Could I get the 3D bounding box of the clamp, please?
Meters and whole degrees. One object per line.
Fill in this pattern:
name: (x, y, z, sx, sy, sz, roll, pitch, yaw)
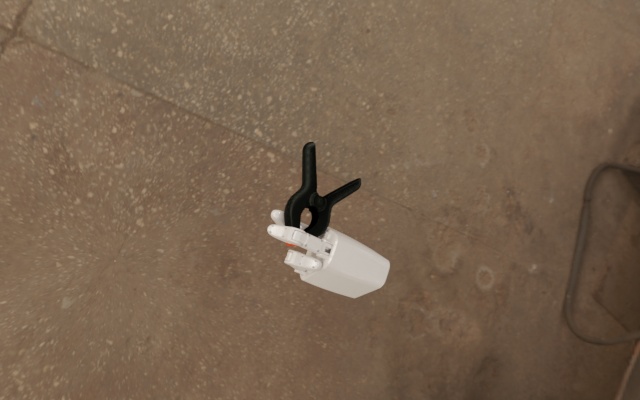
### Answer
clamp: (0.000, 0.003, 0.775, 0.120, 0.171, 0.039, 25, -16, -19)
